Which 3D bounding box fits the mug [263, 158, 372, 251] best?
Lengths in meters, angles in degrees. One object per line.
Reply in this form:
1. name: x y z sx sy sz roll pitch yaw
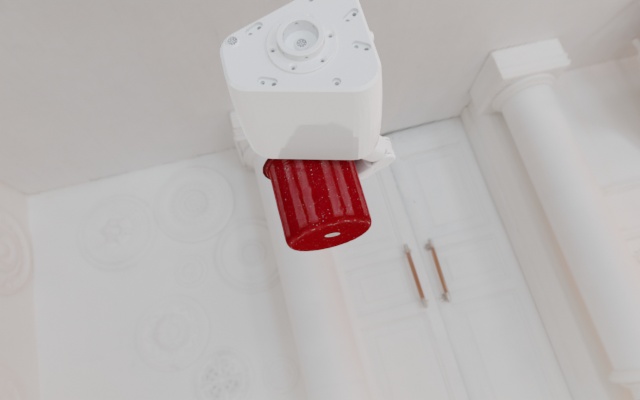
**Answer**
1. mug: 0.000 0.002 0.462 0.093 0.081 0.117 -15 -20 -1
